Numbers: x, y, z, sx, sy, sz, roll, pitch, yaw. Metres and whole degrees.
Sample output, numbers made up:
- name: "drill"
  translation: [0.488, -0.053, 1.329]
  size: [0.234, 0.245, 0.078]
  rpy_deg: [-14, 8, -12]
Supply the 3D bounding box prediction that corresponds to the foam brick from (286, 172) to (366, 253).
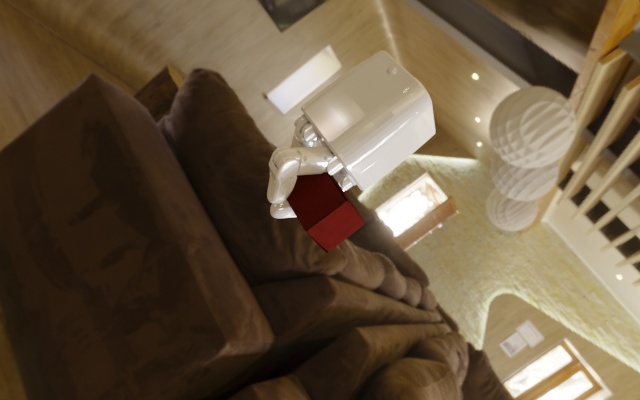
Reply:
- name: "foam brick"
  translation: [0.000, 0.002, 0.485]
  size: [0.051, 0.078, 0.053]
  rpy_deg: [-36, -37, 3]
